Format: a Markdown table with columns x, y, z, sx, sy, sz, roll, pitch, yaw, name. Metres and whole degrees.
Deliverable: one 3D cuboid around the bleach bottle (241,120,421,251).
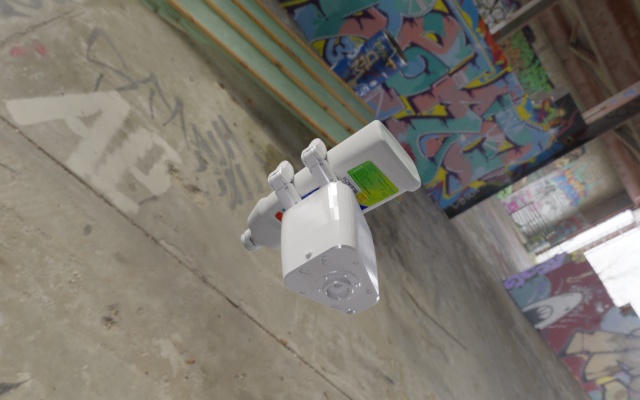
| x | y | z | sx | sy | sz | roll | pitch | yaw | name |
| --- | --- | --- | --- | --- | --- | --- | --- | --- | --- |
| 0.000 | 0.002 | 0.638 | 0.251 | 0.068 | 0.103 | -33 | -57 | 21 | bleach bottle |
